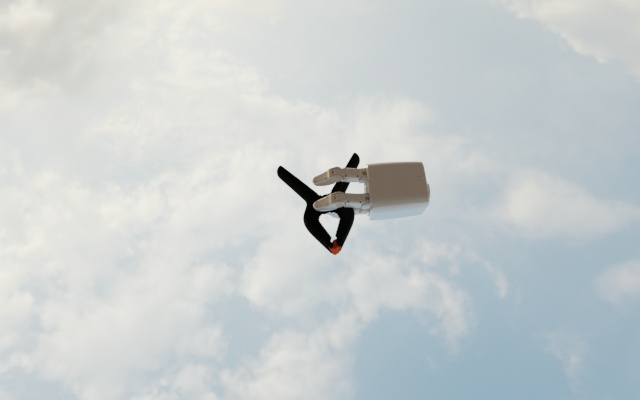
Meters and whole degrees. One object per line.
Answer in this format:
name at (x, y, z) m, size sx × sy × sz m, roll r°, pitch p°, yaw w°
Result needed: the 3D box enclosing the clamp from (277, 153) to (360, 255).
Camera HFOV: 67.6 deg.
clamp at (0.000, 0.004, 0.895) m, size 0.164 × 0.209 × 0.036 m, roll -5°, pitch -31°, yaw 3°
